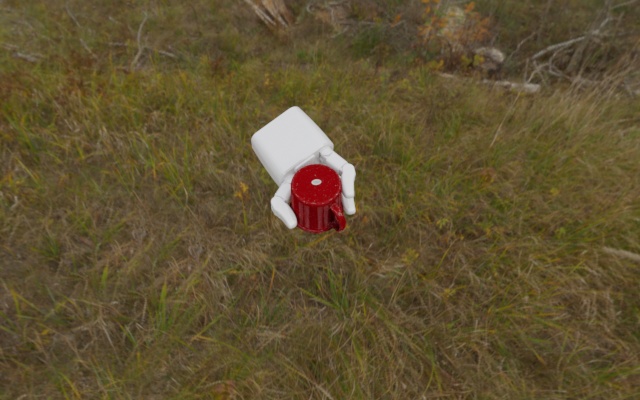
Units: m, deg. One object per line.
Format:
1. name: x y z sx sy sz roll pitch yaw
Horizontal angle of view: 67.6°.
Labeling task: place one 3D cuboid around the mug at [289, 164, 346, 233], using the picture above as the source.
1. mug: 0.001 0.003 0.774 0.093 0.117 0.082 -32 -27 -18
